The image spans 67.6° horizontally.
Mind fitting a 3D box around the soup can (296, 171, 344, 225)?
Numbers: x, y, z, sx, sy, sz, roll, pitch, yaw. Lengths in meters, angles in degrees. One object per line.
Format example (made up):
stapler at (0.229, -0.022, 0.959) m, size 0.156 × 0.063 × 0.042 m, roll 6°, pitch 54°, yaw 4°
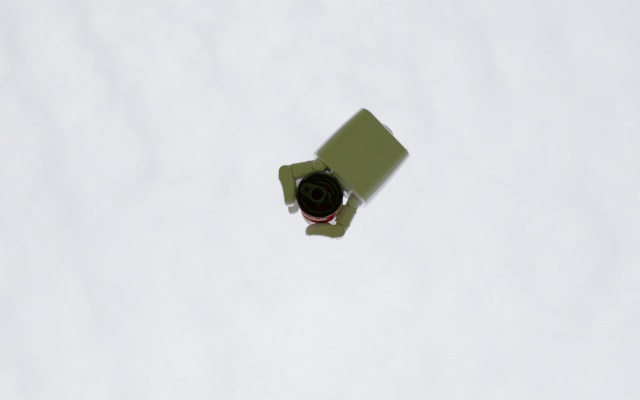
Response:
soup can at (0.000, 0.003, 0.723) m, size 0.068 × 0.068 × 0.102 m, roll 0°, pitch -13°, yaw 1°
